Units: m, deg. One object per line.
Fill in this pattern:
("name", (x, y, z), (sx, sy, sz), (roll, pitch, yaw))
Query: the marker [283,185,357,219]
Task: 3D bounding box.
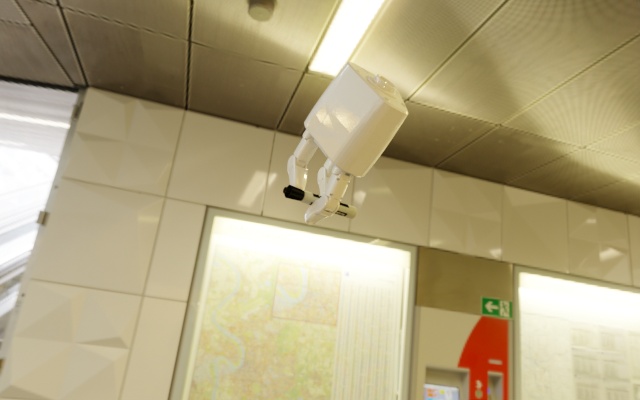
("marker", (0.000, 0.002, 0.674), (0.121, 0.020, 0.020), (19, -10, -32))
